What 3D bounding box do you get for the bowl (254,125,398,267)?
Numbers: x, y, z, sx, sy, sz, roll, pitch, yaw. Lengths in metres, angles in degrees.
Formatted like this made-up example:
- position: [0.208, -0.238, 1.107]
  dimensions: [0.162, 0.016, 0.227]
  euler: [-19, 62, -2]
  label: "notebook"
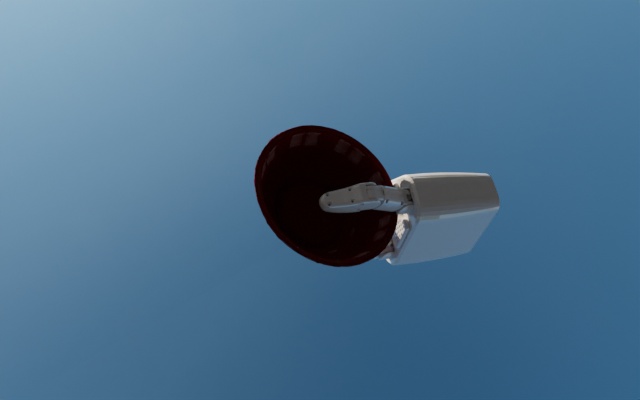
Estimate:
- position: [-0.001, 0.002, 0.510]
  dimensions: [0.162, 0.162, 0.055]
  euler: [0, -25, -27]
  label: "bowl"
